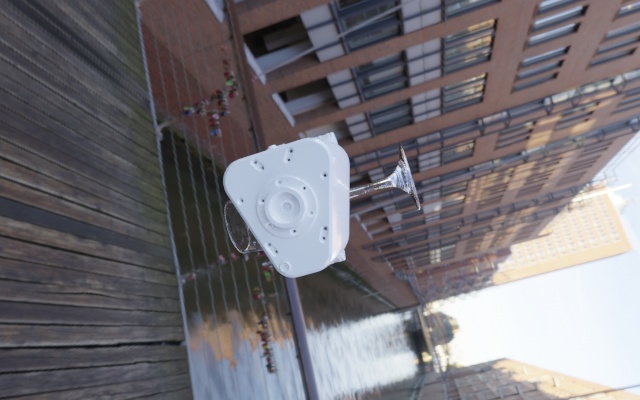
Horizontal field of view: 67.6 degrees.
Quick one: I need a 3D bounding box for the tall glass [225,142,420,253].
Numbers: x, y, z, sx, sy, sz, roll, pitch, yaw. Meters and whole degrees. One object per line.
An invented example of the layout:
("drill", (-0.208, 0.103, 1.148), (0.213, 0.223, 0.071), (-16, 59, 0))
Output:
("tall glass", (0.001, 0.002, 0.520), (0.201, 0.079, 0.079), (-16, -3, 9))
